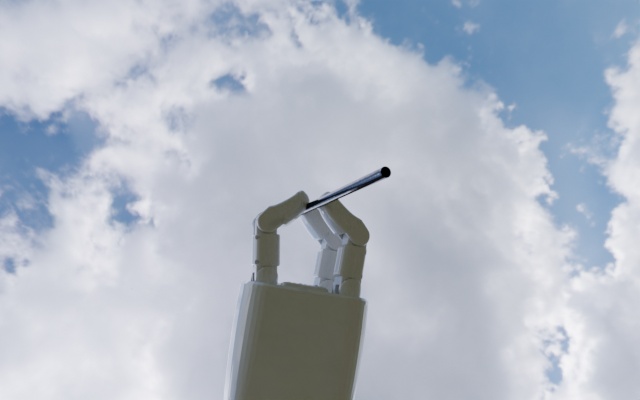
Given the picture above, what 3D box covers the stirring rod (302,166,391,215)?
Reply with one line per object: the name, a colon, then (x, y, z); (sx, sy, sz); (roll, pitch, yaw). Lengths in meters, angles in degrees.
stirring rod: (0.000, 0.001, 0.428); (0.011, 0.011, 0.239); (0, -10, -22)
